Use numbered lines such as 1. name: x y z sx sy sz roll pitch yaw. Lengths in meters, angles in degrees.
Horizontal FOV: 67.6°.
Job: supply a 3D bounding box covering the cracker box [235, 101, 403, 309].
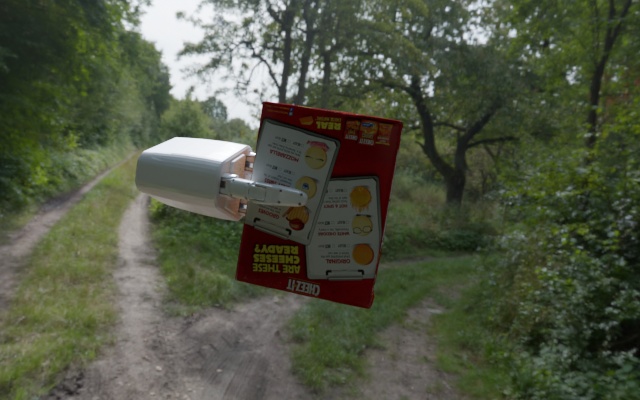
1. cracker box: 0.000 0.002 0.569 0.164 0.214 0.072 10 5 11
